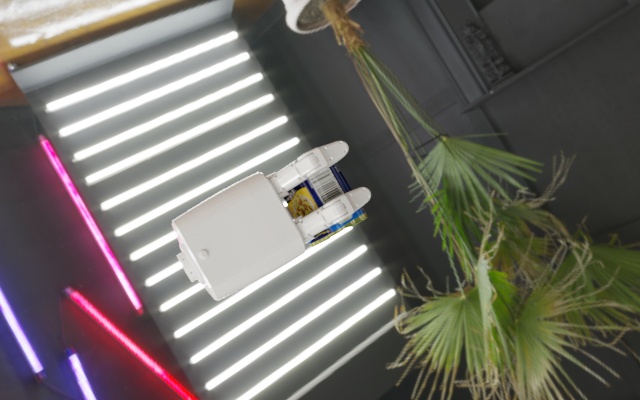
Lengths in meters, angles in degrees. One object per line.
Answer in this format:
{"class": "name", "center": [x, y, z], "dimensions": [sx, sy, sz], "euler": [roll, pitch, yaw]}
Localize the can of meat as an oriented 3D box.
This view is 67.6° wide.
{"class": "can of meat", "center": [0.000, 0.002, 0.554], "dimensions": [0.057, 0.084, 0.102], "euler": [-29, -3, -23]}
